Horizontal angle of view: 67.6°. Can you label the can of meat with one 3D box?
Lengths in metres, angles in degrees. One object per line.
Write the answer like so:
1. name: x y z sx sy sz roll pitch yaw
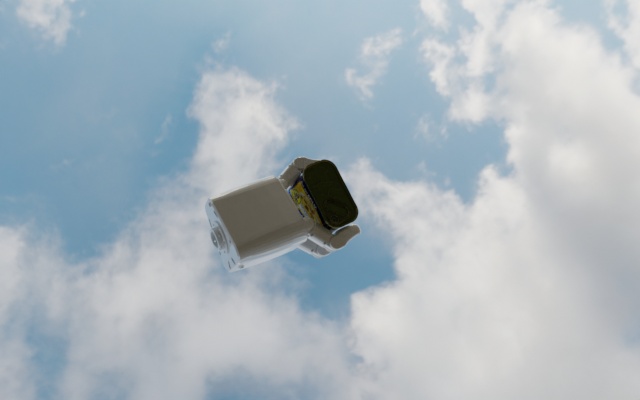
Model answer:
1. can of meat: 0.000 0.002 0.718 0.057 0.102 0.084 -23 -8 -28
